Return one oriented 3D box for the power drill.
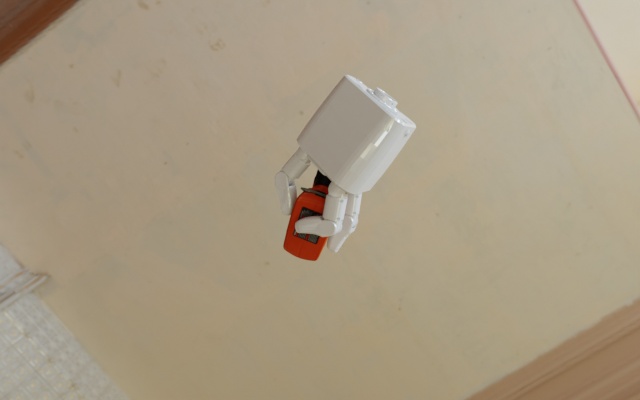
[{"bbox_3d":[0.000,0.002,0.710,0.057,0.185,0.187,19,35,2],"label":"power drill"}]
